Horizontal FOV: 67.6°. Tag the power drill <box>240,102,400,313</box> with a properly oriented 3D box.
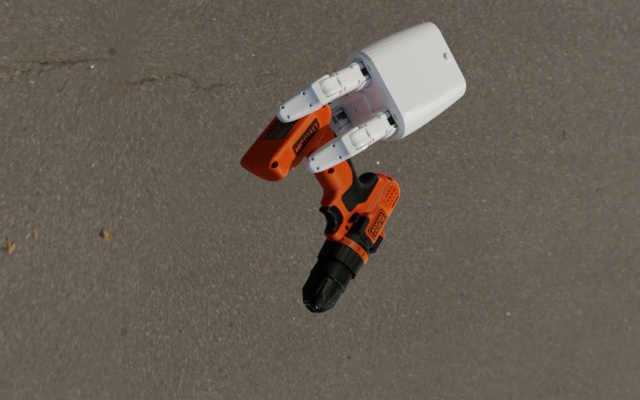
[{"bbox_3d":[0.000,0.001,0.506,0.057,0.184,0.188,4,-38,43],"label":"power drill"}]
